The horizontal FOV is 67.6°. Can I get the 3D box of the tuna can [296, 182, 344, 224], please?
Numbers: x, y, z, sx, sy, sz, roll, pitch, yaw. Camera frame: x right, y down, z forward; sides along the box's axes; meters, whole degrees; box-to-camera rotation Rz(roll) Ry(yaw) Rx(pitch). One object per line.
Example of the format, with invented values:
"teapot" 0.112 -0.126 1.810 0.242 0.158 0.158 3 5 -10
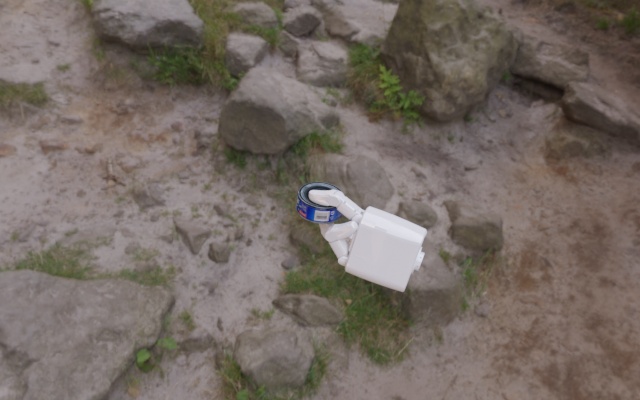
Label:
"tuna can" 0.000 0.002 0.847 0.086 0.034 0.086 5 34 -4
